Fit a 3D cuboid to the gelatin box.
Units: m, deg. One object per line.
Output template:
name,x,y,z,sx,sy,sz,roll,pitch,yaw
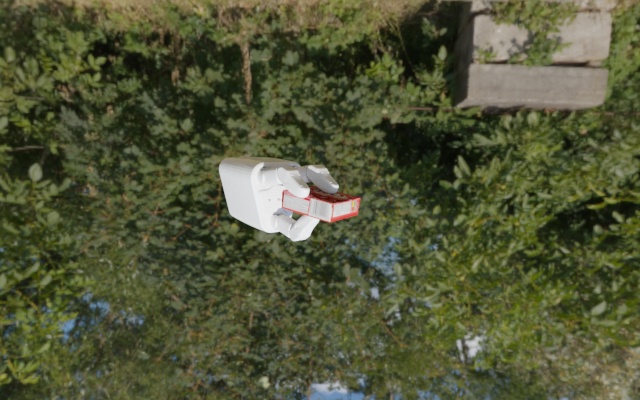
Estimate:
gelatin box,0.000,0.003,0.684,0.089,0.030,0.073,16,15,33
